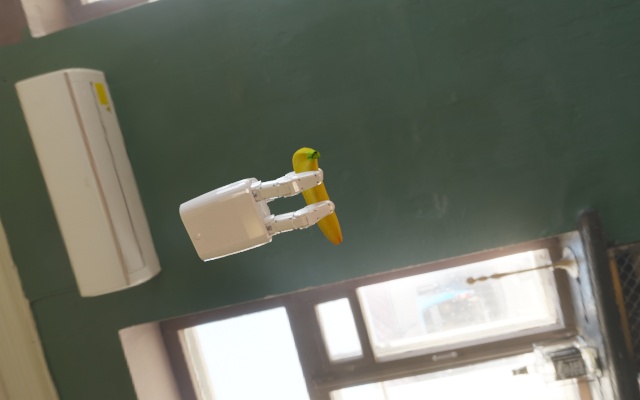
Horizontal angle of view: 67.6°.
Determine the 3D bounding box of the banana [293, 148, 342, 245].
[{"bbox_3d":[-0.007,-0.012,0.721,0.037,0.198,0.069,-24,46,-5],"label":"banana"}]
